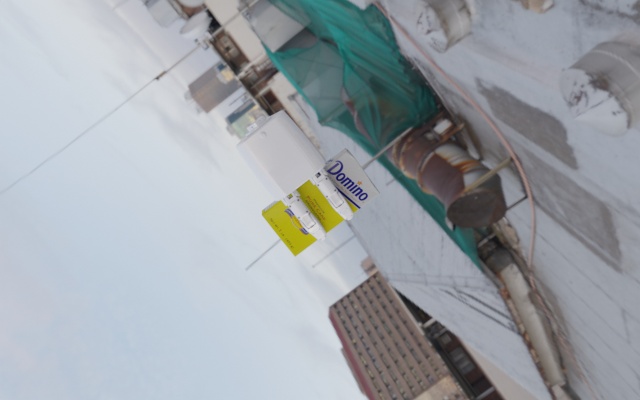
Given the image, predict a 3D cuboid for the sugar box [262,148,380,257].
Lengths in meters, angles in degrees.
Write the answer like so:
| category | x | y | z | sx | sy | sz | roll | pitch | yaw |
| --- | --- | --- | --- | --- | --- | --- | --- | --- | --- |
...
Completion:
| category | x | y | z | sx | sy | sz | roll | pitch | yaw |
| --- | --- | --- | --- | --- | --- | --- | --- | --- | --- |
| sugar box | 0.000 | 0.003 | 0.788 | 0.176 | 0.093 | 0.048 | -37 | 12 | 4 |
